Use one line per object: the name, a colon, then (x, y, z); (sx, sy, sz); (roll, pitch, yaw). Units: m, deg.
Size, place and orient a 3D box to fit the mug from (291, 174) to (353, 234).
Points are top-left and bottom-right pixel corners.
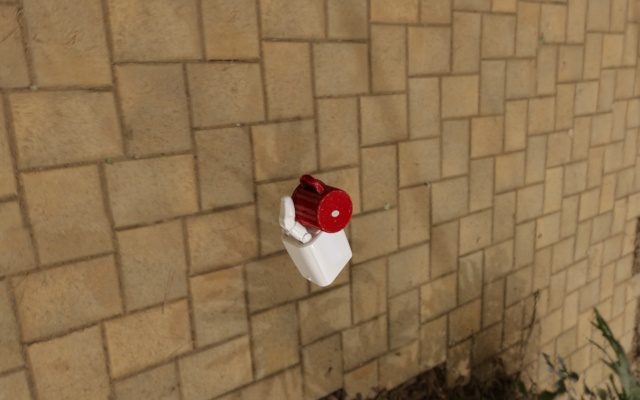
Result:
mug: (0.000, 0.002, 0.859); (0.093, 0.117, 0.081); (-38, 30, -23)
